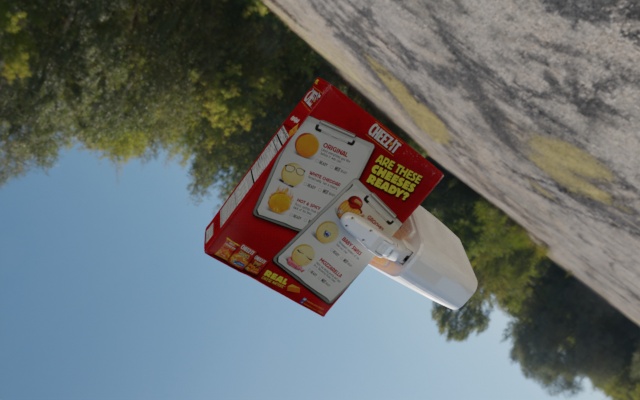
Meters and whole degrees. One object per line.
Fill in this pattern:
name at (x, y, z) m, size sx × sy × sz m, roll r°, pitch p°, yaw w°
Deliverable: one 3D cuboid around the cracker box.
cracker box at (0.000, 0.002, 0.525) m, size 0.164 × 0.214 × 0.072 m, roll 34°, pitch 11°, yaw -24°
